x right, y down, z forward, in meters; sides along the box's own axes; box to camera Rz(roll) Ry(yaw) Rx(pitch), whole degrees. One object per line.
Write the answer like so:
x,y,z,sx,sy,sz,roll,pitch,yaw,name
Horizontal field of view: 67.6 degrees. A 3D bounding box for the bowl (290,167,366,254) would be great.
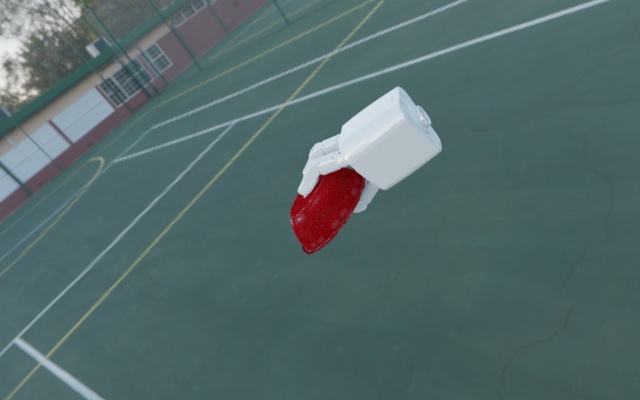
-0.001,0.003,0.753,0.055,0.162,0.162,34,-10,-15,bowl
